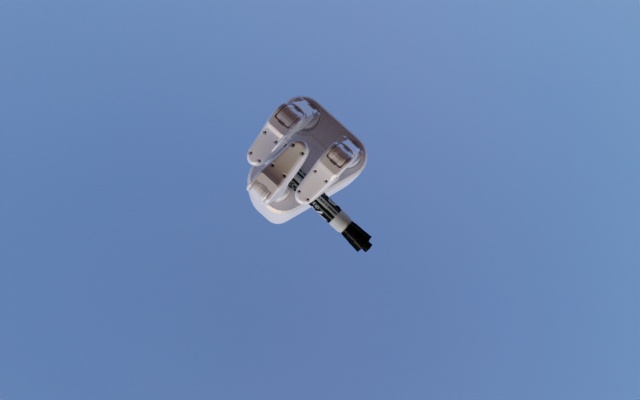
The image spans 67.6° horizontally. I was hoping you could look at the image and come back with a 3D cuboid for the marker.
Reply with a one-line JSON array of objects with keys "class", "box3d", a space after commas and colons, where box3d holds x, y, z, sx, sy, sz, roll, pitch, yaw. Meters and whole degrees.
[{"class": "marker", "box3d": [0.000, 0.001, 0.429, 0.121, 0.020, 0.020, 44, 1, 1]}]
